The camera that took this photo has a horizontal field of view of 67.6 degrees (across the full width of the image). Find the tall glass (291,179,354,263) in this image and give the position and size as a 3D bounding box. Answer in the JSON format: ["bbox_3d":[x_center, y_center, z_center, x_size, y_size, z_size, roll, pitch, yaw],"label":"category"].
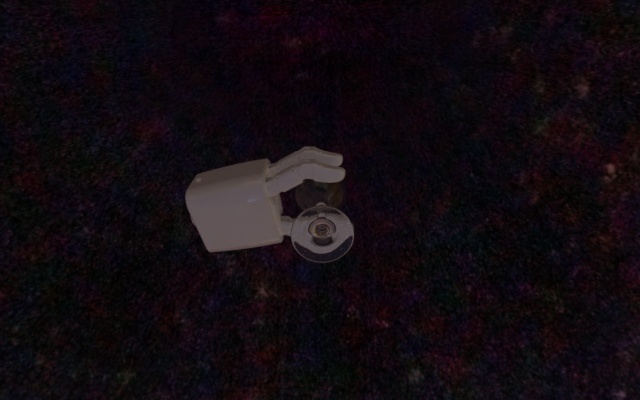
[{"bbox_3d":[0.000,0.002,0.646,0.079,0.079,0.201,0,23,-1],"label":"tall glass"}]
